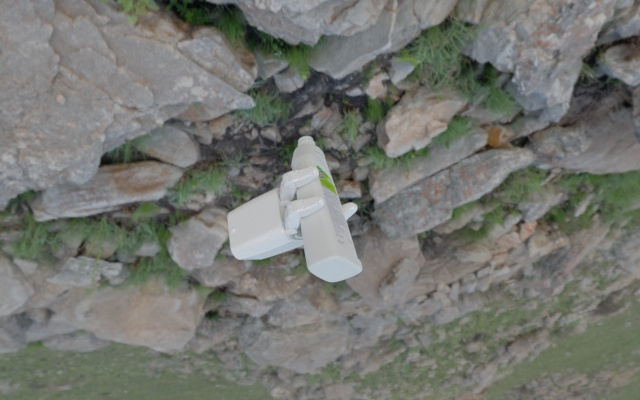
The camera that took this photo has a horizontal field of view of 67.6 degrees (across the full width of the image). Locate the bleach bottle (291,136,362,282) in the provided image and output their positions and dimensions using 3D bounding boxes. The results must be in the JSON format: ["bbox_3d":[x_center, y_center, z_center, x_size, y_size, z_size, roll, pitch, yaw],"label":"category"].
[{"bbox_3d":[0.000,0.003,0.799,0.068,0.250,0.103,-23,-32,19],"label":"bleach bottle"}]
